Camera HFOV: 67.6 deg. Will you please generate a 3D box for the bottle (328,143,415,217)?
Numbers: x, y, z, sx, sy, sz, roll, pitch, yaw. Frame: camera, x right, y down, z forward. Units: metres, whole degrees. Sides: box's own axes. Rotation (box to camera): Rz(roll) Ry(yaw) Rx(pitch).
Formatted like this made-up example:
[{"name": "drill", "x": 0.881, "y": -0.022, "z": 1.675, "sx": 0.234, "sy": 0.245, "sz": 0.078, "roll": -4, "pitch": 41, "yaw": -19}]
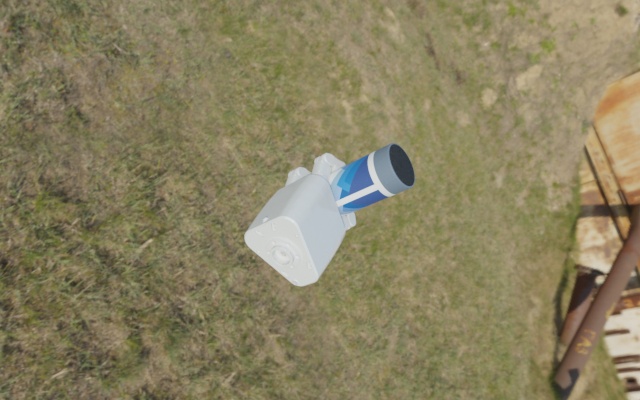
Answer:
[{"name": "bottle", "x": 0.000, "y": 0.002, "z": 0.729, "sx": 0.296, "sy": 0.069, "sz": 0.069, "roll": -24, "pitch": -15, "yaw": 34}]
